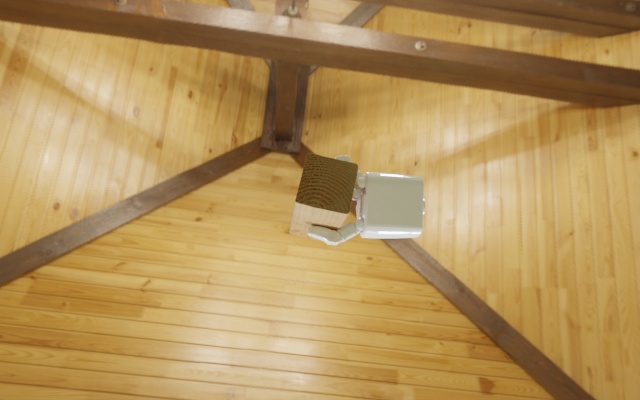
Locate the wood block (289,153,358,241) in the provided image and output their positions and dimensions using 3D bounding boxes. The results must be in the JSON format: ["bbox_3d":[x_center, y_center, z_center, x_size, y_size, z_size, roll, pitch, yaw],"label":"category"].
[{"bbox_3d":[0.000,0.003,0.859,0.090,0.090,0.206,13,-19,-2],"label":"wood block"}]
